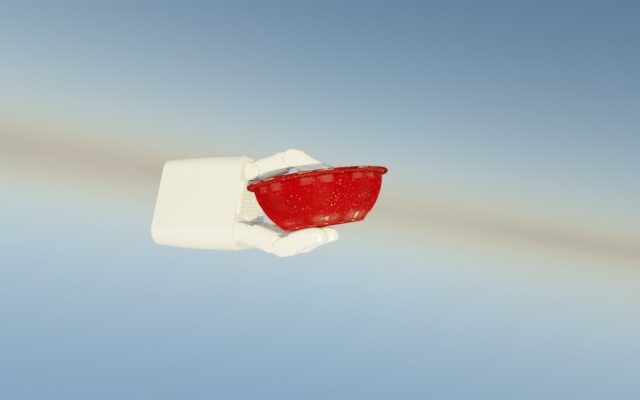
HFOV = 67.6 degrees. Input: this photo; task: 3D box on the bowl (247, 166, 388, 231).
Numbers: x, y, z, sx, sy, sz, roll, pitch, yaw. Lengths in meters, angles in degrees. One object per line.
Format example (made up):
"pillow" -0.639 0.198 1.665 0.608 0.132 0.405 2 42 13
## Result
"bowl" 0.001 0.002 0.541 0.162 0.055 0.162 -8 -4 -1
